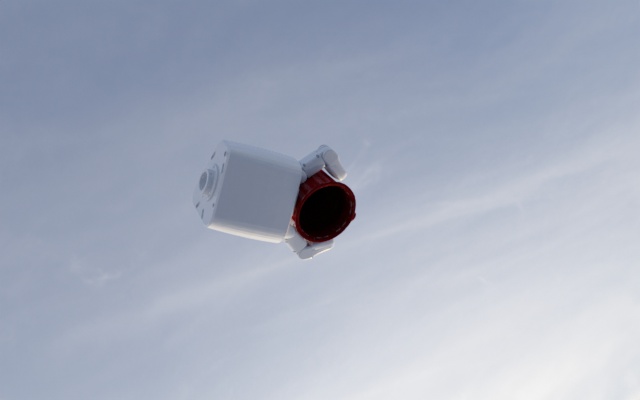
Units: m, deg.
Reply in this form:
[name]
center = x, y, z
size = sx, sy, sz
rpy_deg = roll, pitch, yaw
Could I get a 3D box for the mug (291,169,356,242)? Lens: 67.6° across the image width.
[mug]
center = 0.001, 0.002, 0.685
size = 0.117, 0.093, 0.081
rpy_deg = 15, 18, -35
